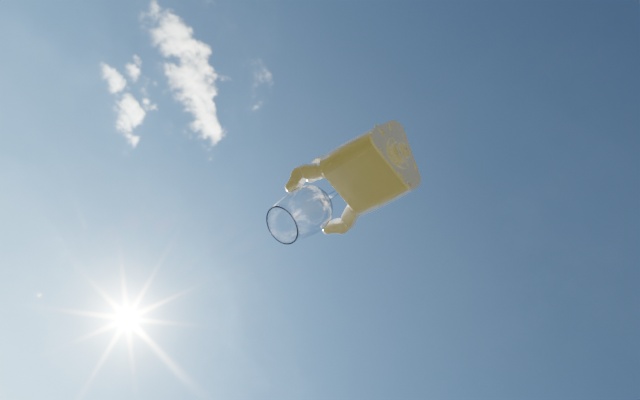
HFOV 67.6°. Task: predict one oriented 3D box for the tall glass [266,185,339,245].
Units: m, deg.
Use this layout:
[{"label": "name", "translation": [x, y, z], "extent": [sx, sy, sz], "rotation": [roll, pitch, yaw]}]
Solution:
[{"label": "tall glass", "translation": [0.000, 0.002, 0.780], "extent": [0.079, 0.079, 0.201], "rotation": [0, 21, 39]}]
